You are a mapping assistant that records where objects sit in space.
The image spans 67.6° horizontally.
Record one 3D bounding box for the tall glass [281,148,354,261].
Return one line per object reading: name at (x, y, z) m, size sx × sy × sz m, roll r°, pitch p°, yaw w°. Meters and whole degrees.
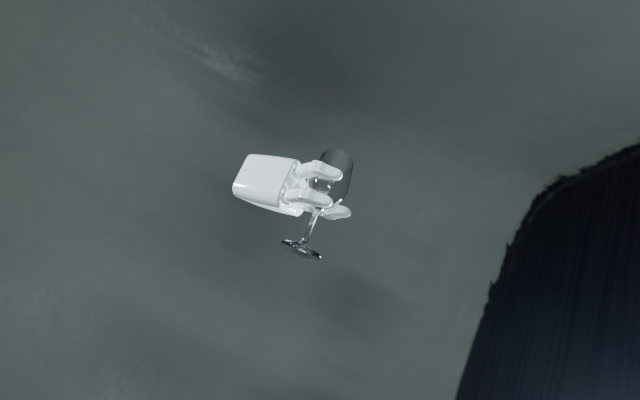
tall glass at (0.000, 0.003, 0.866) m, size 0.079 × 0.201 × 0.079 m, roll 19°, pitch -23°, yaw 8°
